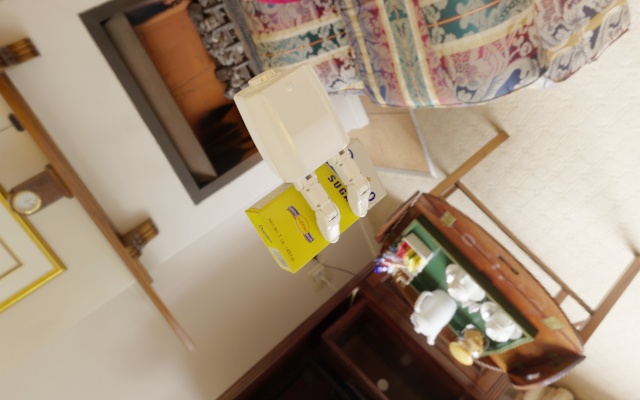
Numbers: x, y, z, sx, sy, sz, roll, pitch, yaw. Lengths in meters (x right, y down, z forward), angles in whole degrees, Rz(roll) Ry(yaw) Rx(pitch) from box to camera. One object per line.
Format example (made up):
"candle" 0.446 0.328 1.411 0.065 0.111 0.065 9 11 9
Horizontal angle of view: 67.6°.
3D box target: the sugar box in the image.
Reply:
"sugar box" 0.000 0.002 0.613 0.176 0.093 0.048 -38 22 -23
